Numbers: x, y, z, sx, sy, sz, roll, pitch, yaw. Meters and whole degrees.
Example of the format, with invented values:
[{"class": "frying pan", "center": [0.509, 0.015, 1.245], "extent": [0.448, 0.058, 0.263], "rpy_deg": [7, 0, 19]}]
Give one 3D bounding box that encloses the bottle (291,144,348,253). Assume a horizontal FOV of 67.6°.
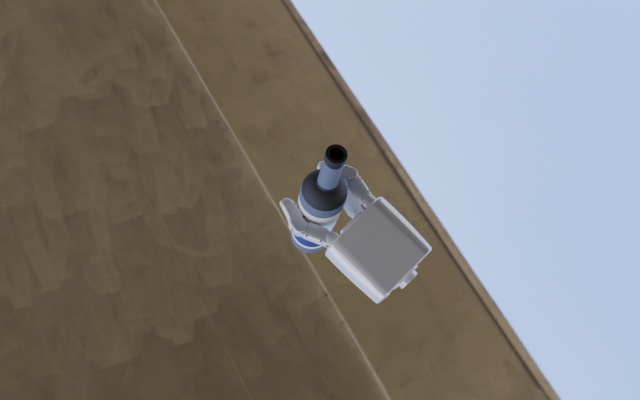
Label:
[{"class": "bottle", "center": [0.000, 0.002, 0.705], "extent": [0.069, 0.069, 0.296], "rpy_deg": [0, -23, -8]}]
